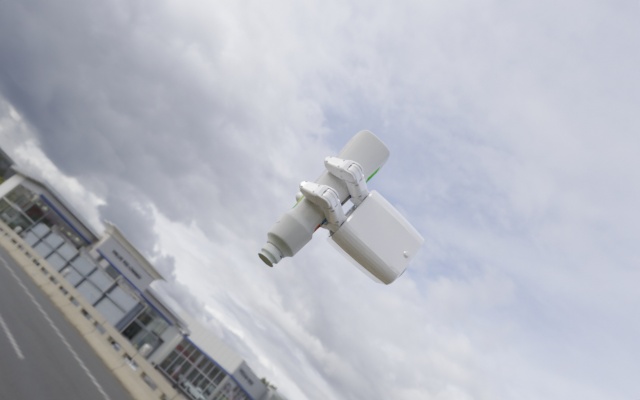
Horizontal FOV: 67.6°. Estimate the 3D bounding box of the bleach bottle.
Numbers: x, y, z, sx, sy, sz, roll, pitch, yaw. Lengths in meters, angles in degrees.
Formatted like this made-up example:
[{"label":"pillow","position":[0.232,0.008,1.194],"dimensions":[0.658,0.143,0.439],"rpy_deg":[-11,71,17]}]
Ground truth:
[{"label":"bleach bottle","position":[0.000,0.002,0.715],"dimensions":[0.250,0.068,0.102],"rpy_deg":[-47,-1,-25]}]
